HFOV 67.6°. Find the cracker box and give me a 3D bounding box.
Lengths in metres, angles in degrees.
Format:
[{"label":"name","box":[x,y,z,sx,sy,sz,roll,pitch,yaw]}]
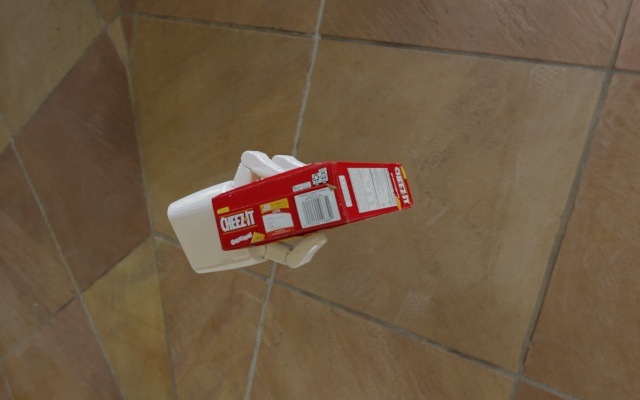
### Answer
[{"label":"cracker box","box":[0.000,0.002,0.590,0.164,0.072,0.213,-15,-3,28]}]
